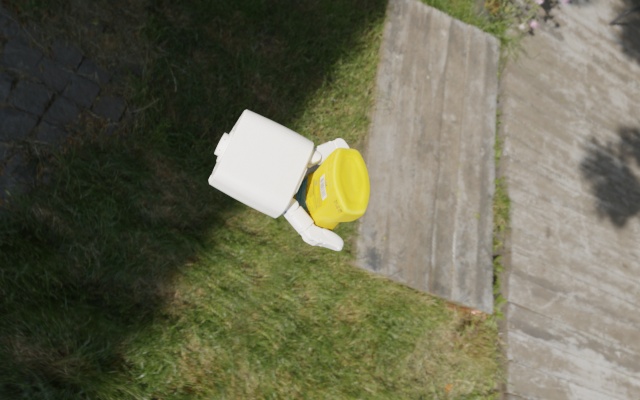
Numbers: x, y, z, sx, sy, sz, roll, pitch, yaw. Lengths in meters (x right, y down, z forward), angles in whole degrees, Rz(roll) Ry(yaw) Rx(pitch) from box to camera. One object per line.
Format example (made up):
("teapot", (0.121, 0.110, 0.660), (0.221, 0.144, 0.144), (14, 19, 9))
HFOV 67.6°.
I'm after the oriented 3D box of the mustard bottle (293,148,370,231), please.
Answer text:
("mustard bottle", (0.001, 0.002, 0.699), (0.058, 0.096, 0.192), (3, -19, -27))
